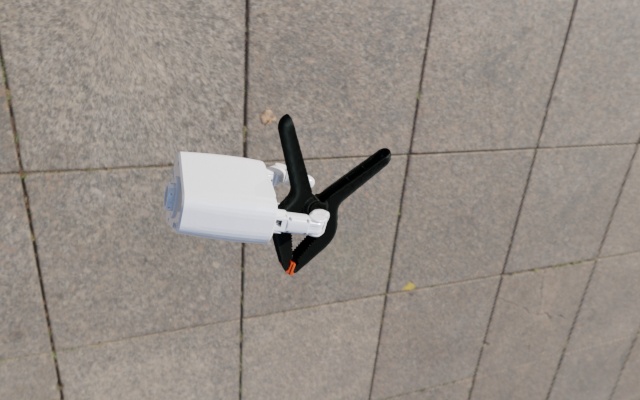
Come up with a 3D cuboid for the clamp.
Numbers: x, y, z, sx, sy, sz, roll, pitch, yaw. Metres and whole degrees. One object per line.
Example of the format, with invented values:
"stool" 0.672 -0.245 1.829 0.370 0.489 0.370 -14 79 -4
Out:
"clamp" 0.000 0.003 0.632 0.164 0.210 0.036 8 19 -25
